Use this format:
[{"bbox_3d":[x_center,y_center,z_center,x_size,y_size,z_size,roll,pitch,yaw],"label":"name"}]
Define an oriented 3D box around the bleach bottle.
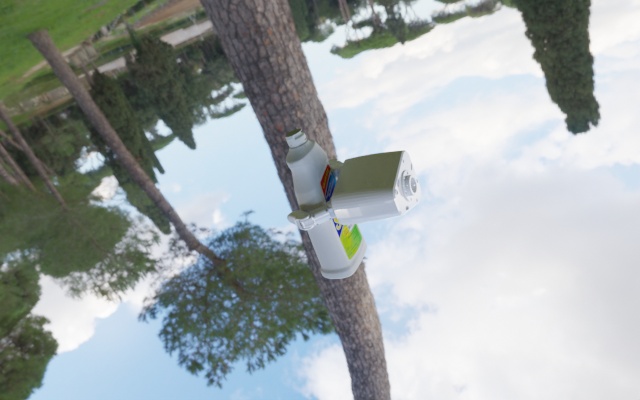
[{"bbox_3d":[0.000,0.003,0.797,0.068,0.251,0.102,-8,28,33],"label":"bleach bottle"}]
